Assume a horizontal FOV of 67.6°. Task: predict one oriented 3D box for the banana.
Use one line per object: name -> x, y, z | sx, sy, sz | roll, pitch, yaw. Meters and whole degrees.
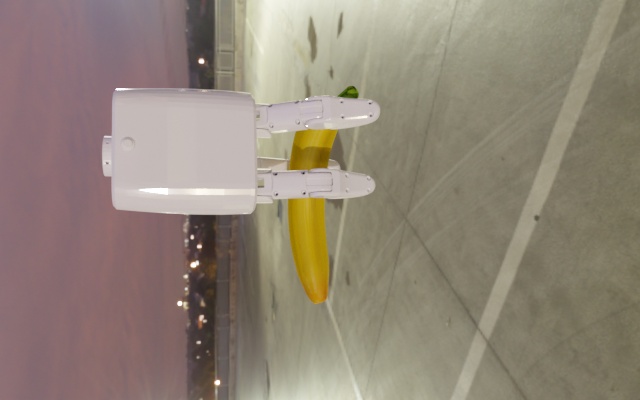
banana -> -0.007, -0.007, 0.441 | 0.037, 0.198, 0.069 | 1, 14, -24
